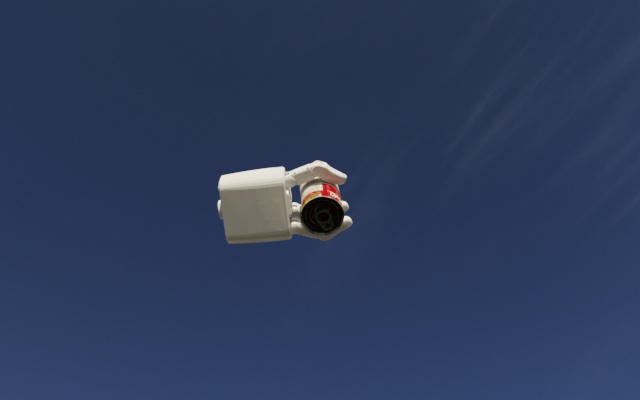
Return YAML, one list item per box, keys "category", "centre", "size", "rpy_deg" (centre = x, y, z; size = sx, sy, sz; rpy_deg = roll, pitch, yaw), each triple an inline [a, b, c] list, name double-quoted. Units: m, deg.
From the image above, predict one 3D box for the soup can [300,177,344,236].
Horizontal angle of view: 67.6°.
- category: "soup can"
  centre: [0.001, 0.002, 0.774]
  size: [0.068, 0.068, 0.102]
  rpy_deg: [0, 26, -4]
